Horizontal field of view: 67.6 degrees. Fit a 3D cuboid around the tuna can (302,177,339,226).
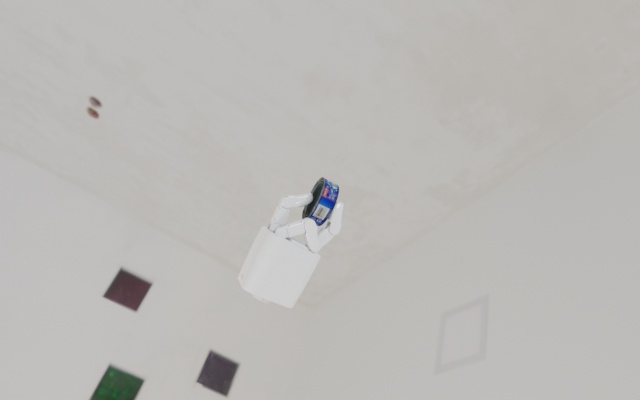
[{"bbox_3d":[0.001,0.003,0.871,0.034,0.086,0.086,25,-6,-13],"label":"tuna can"}]
